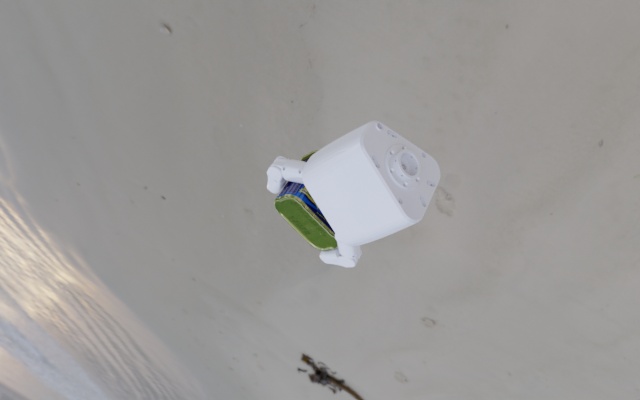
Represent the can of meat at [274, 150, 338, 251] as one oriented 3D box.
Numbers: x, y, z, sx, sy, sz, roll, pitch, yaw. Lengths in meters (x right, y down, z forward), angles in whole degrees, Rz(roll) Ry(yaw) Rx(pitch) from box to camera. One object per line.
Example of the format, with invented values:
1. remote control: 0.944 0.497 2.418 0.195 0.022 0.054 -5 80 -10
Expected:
1. can of meat: 0.000 0.002 0.610 0.102 0.084 0.057 46 -37 -19
